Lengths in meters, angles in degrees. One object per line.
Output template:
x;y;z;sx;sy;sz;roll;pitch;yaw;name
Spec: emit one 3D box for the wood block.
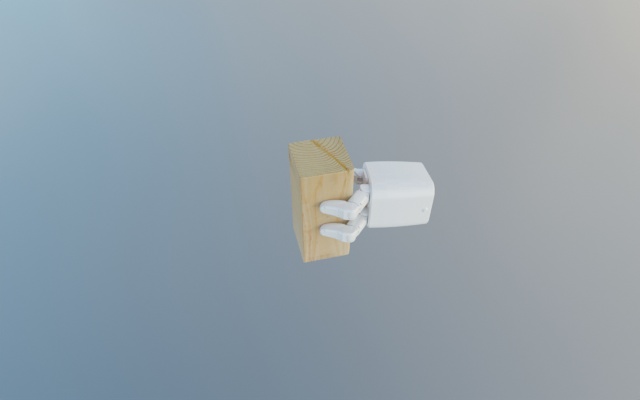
0.000;0.002;0.826;0.090;0.206;0.090;-10;45;-10;wood block
